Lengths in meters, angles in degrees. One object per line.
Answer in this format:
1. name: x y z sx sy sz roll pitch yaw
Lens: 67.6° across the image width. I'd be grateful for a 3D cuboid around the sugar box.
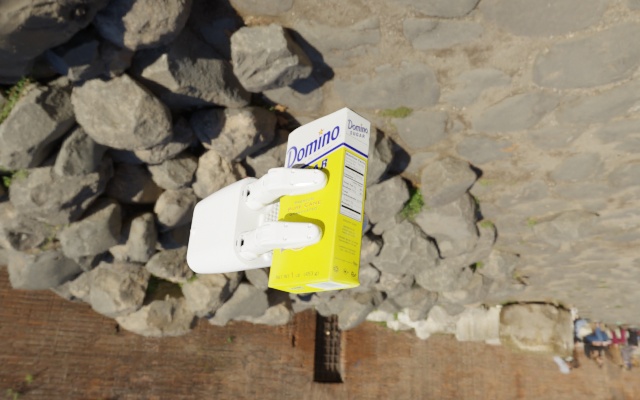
1. sugar box: 0.000 0.002 0.486 0.048 0.176 0.093 20 -25 -40
